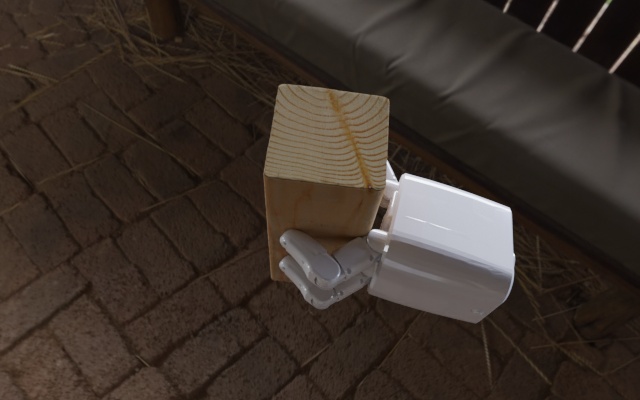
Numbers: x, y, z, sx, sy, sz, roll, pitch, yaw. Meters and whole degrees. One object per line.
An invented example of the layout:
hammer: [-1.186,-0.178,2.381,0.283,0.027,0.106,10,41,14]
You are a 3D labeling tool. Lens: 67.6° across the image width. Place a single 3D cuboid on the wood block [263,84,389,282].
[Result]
wood block: [0.001,0.001,0.444,0.090,0.090,0.206,7,-30,0]
